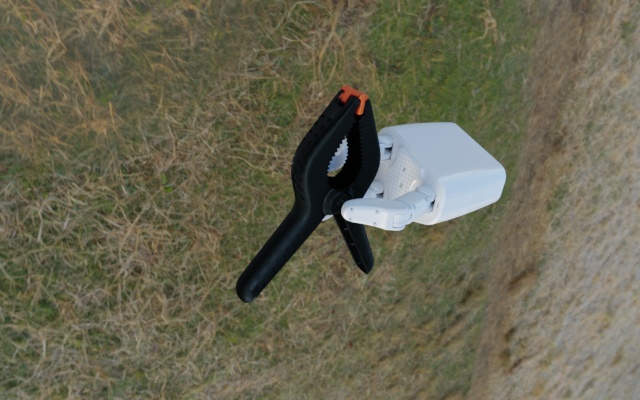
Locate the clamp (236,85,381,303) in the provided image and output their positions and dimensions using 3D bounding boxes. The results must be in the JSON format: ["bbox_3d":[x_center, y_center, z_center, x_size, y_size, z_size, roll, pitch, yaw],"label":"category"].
[{"bbox_3d":[0.001,0.001,0.442,0.164,0.210,0.036,-14,35,-35],"label":"clamp"}]
